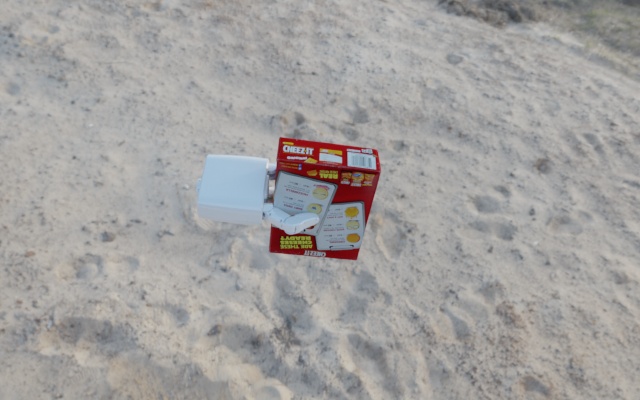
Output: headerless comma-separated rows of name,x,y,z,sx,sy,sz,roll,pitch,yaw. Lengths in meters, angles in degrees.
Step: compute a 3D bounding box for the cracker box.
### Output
cracker box,0.000,0.003,0.817,0.164,0.214,0.072,6,43,-4
